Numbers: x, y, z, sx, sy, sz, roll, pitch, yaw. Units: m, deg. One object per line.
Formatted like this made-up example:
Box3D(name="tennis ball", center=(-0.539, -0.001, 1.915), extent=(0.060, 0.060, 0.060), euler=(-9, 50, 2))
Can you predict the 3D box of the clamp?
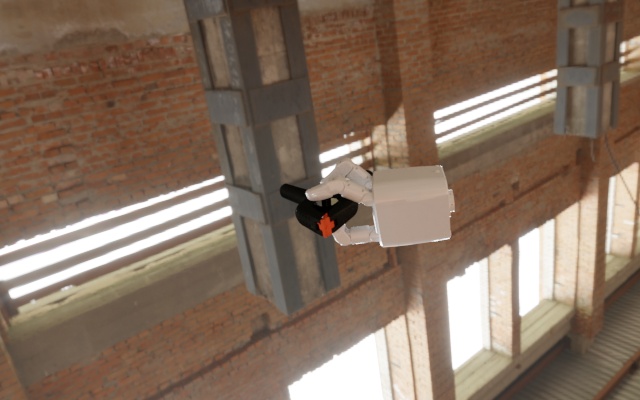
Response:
Box3D(name="clamp", center=(0.000, 0.003, 0.747), extent=(0.164, 0.036, 0.210), euler=(-8, 20, 11))
